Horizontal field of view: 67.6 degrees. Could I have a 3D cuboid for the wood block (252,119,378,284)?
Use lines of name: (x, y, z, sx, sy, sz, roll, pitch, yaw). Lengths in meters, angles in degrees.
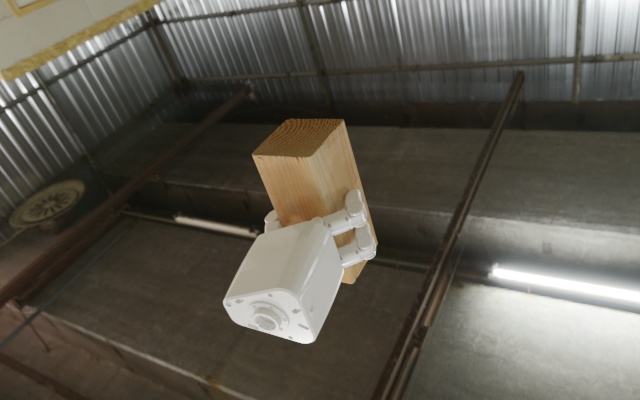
wood block: (0.000, 0.002, 0.640, 0.091, 0.206, 0.090, 6, 41, 32)
